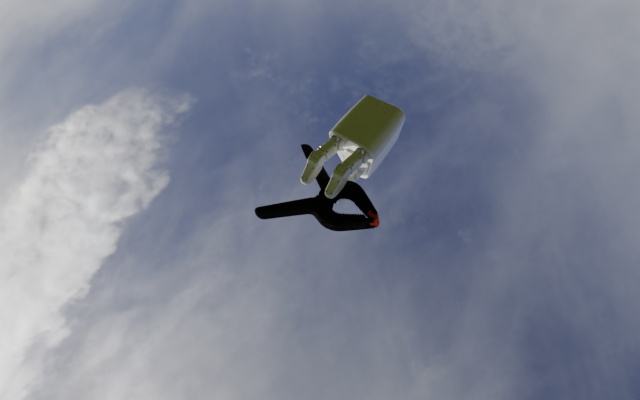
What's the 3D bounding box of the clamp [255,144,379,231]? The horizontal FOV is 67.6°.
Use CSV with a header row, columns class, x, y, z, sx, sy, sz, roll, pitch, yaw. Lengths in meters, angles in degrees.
class,x,y,z,sx,sy,sz,roll,pitch,yaw
clamp,0.001,0.003,0.815,0.210,0.164,0.036,31,-18,27
